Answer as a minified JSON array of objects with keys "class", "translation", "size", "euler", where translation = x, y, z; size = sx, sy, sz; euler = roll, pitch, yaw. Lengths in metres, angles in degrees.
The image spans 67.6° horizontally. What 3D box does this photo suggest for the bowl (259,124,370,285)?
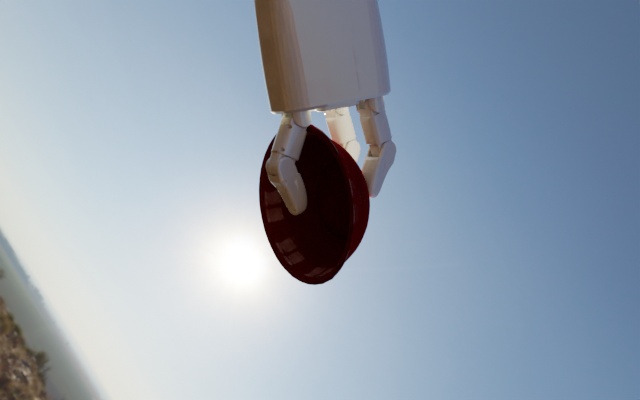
[{"class":"bowl","translation":[0.000,0.003,0.489],"size":[0.055,0.162,0.162],"euler":[-7,4,-37]}]
